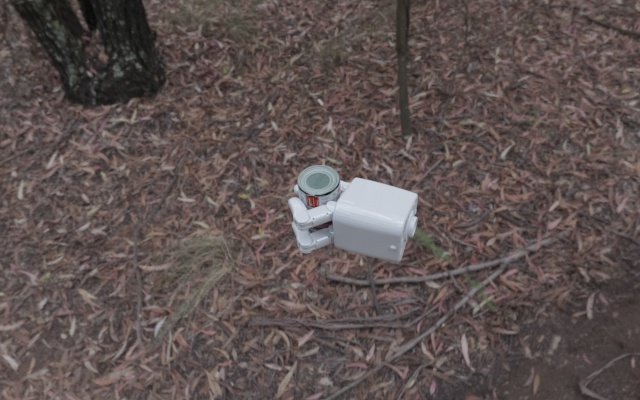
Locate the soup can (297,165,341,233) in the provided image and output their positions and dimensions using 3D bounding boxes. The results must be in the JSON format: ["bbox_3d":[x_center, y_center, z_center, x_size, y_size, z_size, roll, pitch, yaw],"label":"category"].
[{"bbox_3d":[0.000,0.002,0.764,0.068,0.068,0.102,0,-43,5],"label":"soup can"}]
